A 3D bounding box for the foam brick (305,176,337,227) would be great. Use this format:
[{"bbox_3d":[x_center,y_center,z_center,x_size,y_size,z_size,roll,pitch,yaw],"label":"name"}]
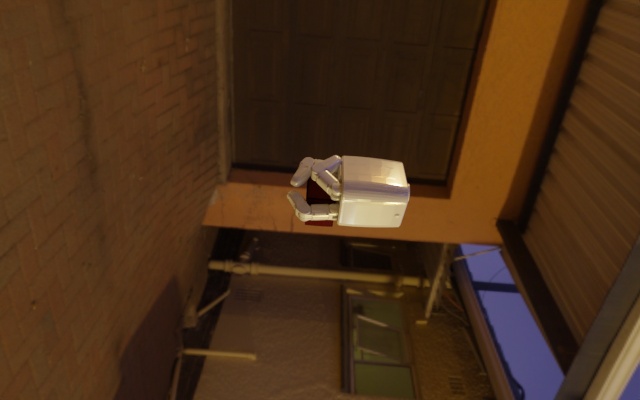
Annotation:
[{"bbox_3d":[0.000,0.003,0.834,0.051,0.053,0.078,4,-38,-1],"label":"foam brick"}]
